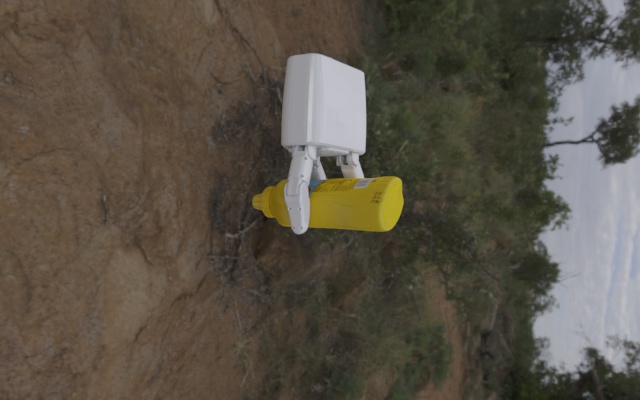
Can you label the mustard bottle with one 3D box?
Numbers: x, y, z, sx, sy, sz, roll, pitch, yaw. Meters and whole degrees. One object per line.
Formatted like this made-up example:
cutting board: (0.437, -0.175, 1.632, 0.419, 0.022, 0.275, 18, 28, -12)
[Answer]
mustard bottle: (0.000, 0.002, 0.597, 0.191, 0.058, 0.096, 1, 22, 24)
